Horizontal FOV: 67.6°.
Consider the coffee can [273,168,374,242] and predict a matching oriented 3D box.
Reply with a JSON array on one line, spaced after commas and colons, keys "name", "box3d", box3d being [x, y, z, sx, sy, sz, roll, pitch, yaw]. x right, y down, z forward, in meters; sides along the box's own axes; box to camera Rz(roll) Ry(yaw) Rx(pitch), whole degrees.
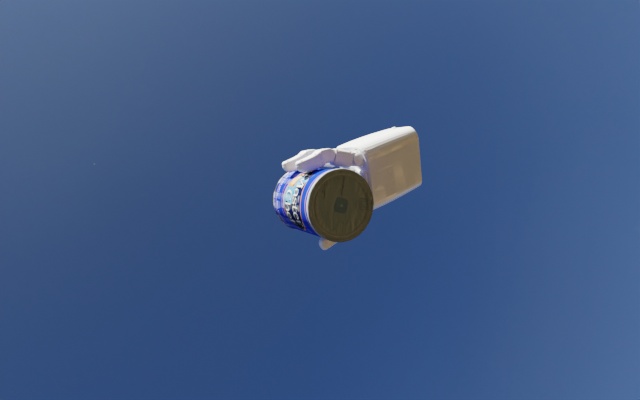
[{"name": "coffee can", "box3d": [0.000, 0.002, 0.719, 0.103, 0.103, 0.140, 0, 4, -25]}]
